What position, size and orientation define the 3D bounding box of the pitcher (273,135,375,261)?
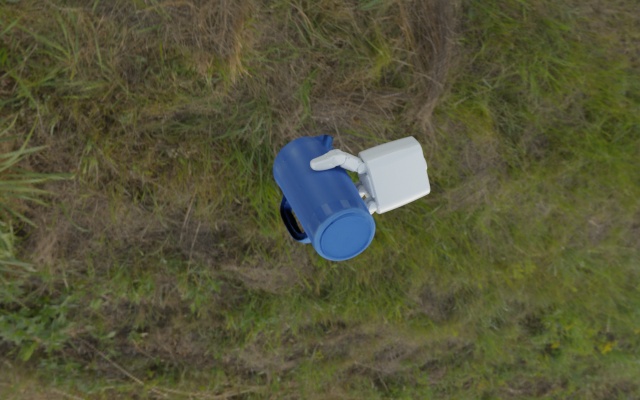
[{"bbox_3d":[0.000,0.003,0.868,0.145,0.149,0.242,-19,38,-7],"label":"pitcher"}]
